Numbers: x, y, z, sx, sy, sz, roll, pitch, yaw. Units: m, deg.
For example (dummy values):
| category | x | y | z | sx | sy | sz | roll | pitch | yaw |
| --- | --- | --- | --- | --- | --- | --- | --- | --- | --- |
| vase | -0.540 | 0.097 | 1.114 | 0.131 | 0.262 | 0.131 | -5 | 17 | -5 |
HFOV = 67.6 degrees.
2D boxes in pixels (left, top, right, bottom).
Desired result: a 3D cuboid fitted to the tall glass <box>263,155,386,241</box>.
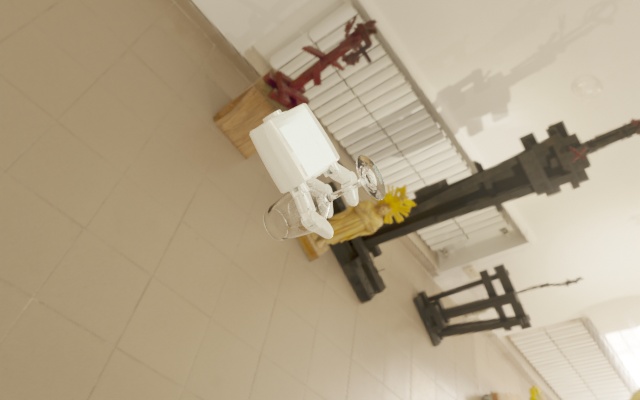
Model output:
| category | x | y | z | sx | sy | sz | roll | pitch | yaw |
| --- | --- | --- | --- | --- | --- | --- | --- | --- | --- |
| tall glass | 0.001 | 0.002 | 0.764 | 0.201 | 0.079 | 0.079 | -27 | -15 | 31 |
